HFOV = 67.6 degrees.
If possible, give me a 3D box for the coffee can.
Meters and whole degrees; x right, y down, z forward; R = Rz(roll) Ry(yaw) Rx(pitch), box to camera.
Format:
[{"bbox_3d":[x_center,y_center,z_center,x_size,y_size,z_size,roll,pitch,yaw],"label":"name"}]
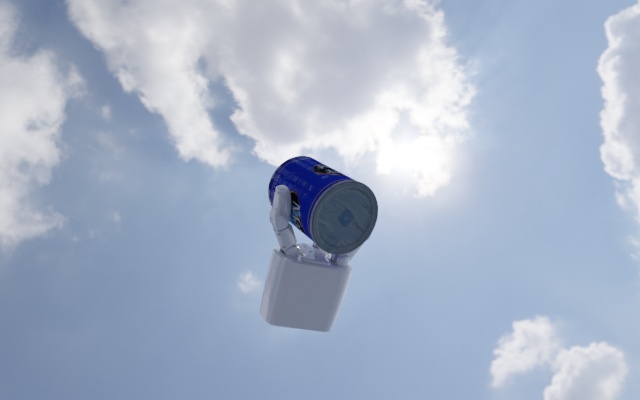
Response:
[{"bbox_3d":[0.000,0.002,0.679,0.103,0.103,0.140,0,18,-31],"label":"coffee can"}]
